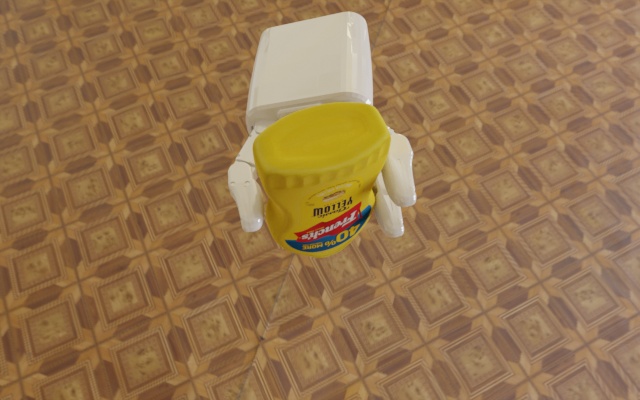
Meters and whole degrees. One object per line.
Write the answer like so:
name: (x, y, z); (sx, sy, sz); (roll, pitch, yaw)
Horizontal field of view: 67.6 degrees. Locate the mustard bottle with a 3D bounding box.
mustard bottle: (0.000, 0.002, 0.408); (0.096, 0.058, 0.192); (-19, -27, -11)
